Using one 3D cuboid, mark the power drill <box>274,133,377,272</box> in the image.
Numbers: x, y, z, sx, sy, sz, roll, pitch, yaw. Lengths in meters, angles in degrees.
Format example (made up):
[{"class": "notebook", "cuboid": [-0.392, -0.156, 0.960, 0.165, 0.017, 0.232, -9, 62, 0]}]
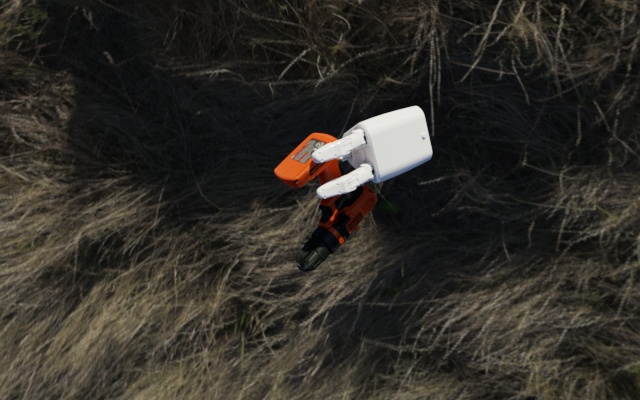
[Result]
[{"class": "power drill", "cuboid": [0.000, 0.002, 0.762, 0.057, 0.184, 0.188, 23, -27, 42]}]
